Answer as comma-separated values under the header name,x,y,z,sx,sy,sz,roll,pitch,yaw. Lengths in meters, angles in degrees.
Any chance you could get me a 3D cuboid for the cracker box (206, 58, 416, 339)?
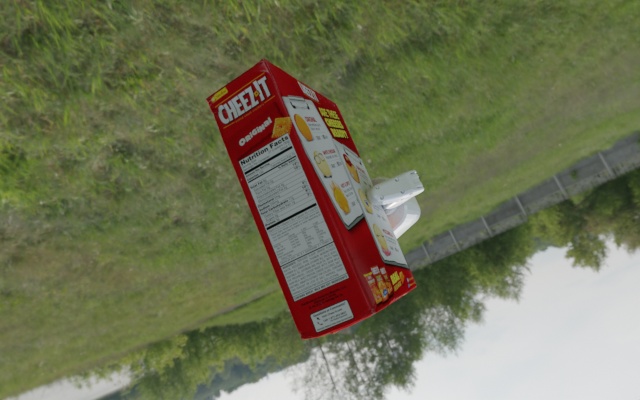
name,x,y,z,sx,sy,sz,roll,pitch,yaw
cracker box,0.000,0.001,0.434,0.072,0.213,0.164,-27,-12,19
